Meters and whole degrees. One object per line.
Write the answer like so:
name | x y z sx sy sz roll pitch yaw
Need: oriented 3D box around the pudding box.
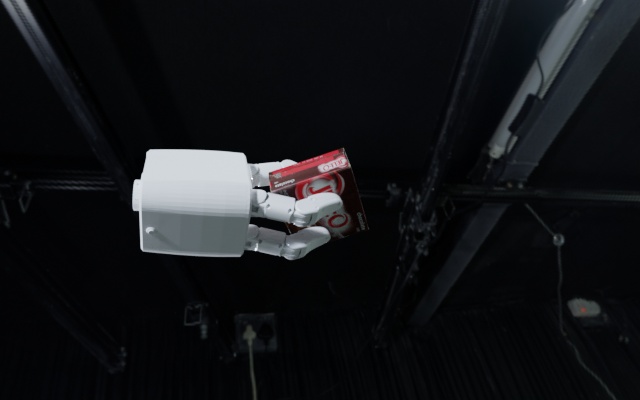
pudding box | 0.000 0.002 0.550 0.090 0.039 0.114 -17 -42 4
